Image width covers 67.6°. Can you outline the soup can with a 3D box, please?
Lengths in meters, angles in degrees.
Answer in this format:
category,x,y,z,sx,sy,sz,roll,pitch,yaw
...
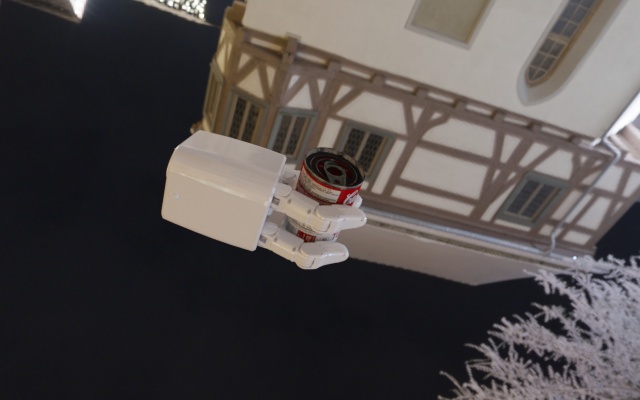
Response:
category,x,y,z,sx,sy,sz,roll,pitch,yaw
soup can,0.000,0.002,0.531,0.068,0.102,0.068,14,37,-11
